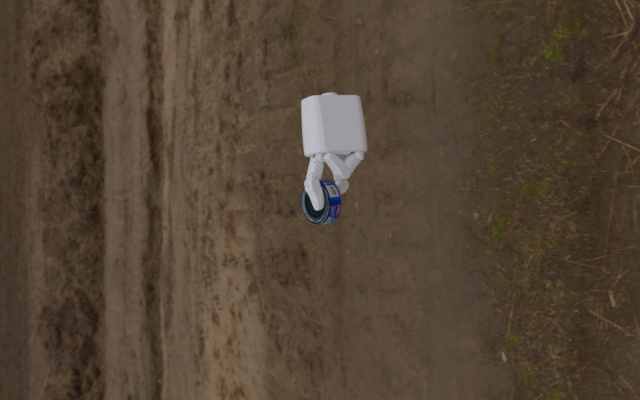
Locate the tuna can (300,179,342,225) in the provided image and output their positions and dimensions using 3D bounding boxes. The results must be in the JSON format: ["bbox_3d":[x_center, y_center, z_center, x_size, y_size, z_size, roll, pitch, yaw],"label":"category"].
[{"bbox_3d":[0.000,0.003,0.899,0.034,0.086,0.086,-8,5,-40],"label":"tuna can"}]
